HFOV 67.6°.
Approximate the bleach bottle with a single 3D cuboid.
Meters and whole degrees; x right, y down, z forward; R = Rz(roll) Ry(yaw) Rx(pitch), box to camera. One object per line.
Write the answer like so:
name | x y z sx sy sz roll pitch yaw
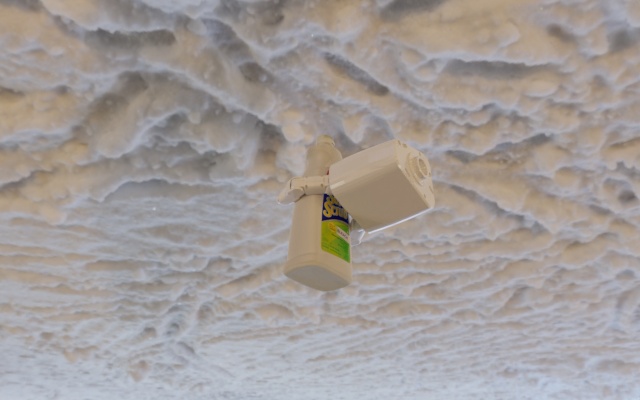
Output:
bleach bottle | 0.000 0.002 0.717 0.068 0.250 0.103 -23 -39 33
